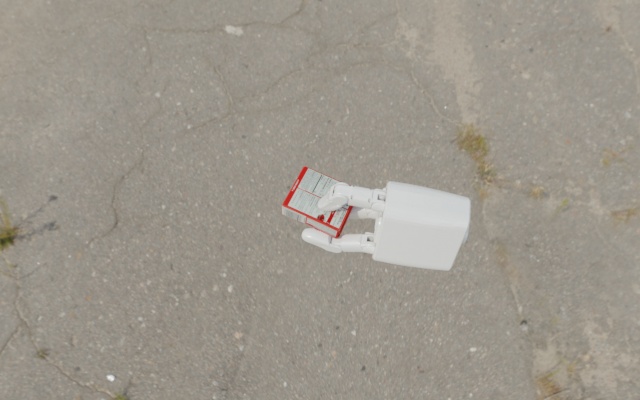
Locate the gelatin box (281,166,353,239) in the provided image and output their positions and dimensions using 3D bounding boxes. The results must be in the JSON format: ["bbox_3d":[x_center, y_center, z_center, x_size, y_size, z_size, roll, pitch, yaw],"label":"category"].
[{"bbox_3d":[0.000,0.002,0.665,0.089,0.073,0.030,24,-29,5],"label":"gelatin box"}]
